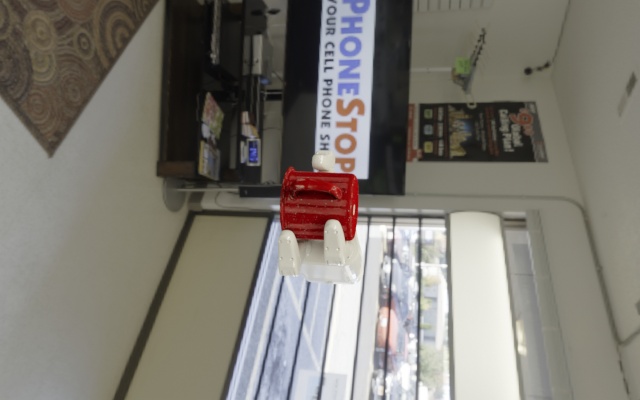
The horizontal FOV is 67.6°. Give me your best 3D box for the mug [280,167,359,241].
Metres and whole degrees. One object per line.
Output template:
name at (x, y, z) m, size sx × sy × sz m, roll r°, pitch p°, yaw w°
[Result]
mug at (0.000, 0.001, 0.563) m, size 0.081 × 0.093 × 0.117 m, roll 2°, pitch -23°, yaw 10°
